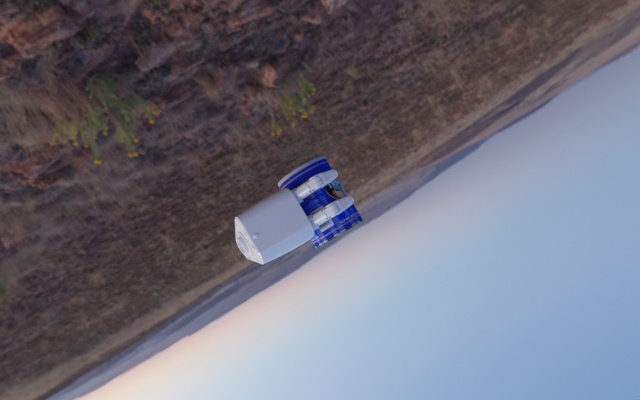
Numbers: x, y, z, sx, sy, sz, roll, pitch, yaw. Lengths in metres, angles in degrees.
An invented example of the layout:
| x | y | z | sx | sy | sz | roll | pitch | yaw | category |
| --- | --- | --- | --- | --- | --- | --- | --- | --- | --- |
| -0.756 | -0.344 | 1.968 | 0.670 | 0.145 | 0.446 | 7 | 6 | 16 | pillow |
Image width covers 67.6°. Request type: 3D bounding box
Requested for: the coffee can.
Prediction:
| x | y | z | sx | sy | sz | roll | pitch | yaw | category |
| --- | --- | --- | --- | --- | --- | --- | --- | --- | --- |
| 0.000 | 0.003 | 0.884 | 0.103 | 0.140 | 0.103 | -31 | -4 | -3 | coffee can |
